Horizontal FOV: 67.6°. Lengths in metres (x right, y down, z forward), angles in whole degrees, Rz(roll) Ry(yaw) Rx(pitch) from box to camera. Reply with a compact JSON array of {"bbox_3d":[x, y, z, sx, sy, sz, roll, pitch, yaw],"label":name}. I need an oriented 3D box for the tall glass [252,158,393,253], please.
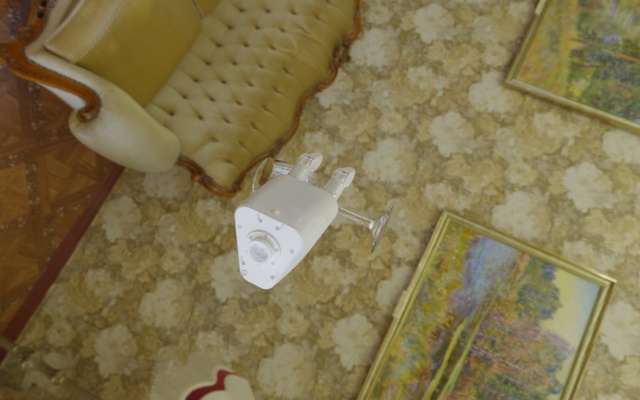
[{"bbox_3d":[0.001,0.003,0.704,0.201,0.079,0.079,24,6,13],"label":"tall glass"}]
